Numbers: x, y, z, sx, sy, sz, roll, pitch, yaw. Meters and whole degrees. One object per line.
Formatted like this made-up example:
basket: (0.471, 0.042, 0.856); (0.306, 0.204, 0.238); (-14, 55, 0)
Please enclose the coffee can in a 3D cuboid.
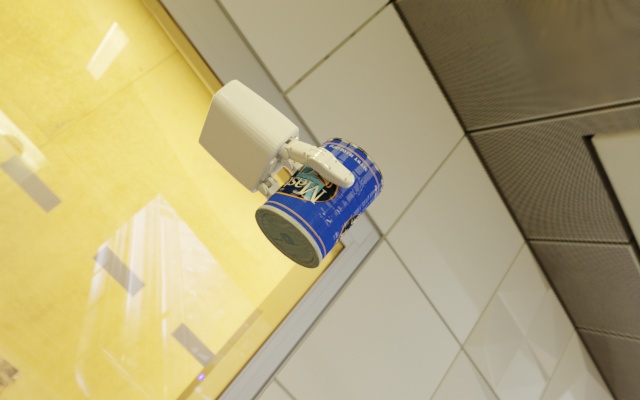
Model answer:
coffee can: (0.000, 0.002, 0.614); (0.140, 0.103, 0.103); (-47, 25, -26)
